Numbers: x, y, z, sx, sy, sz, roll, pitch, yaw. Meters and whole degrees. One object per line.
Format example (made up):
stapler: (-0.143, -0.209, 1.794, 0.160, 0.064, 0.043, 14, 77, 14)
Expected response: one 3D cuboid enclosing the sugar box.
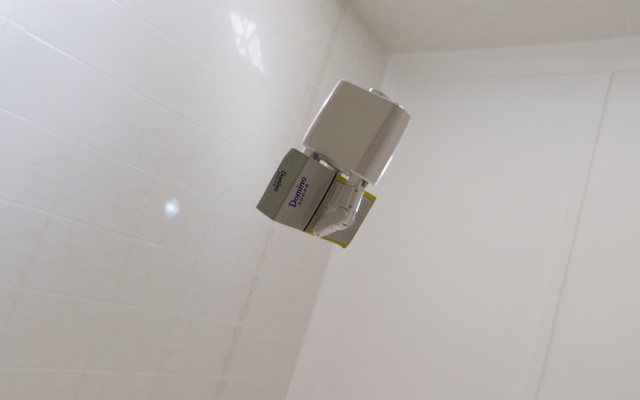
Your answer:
sugar box: (0.000, 0.002, 0.662, 0.048, 0.093, 0.176, 32, 3, 41)
